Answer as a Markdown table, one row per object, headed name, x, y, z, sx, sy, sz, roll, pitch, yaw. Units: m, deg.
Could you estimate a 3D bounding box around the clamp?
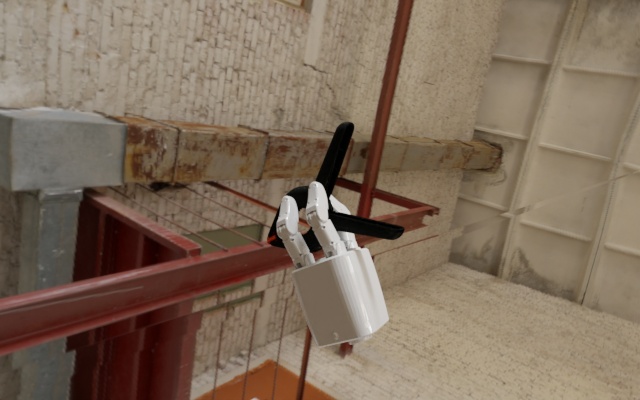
| name | x | y | z | sx | sy | sz | roll | pitch | yaw |
| --- | --- | --- | --- | --- | --- | --- | --- | --- | --- |
| clamp | 0.000 | 0.003 | 0.654 | 0.210 | 0.164 | 0.036 | -25 | -12 | 35 |
